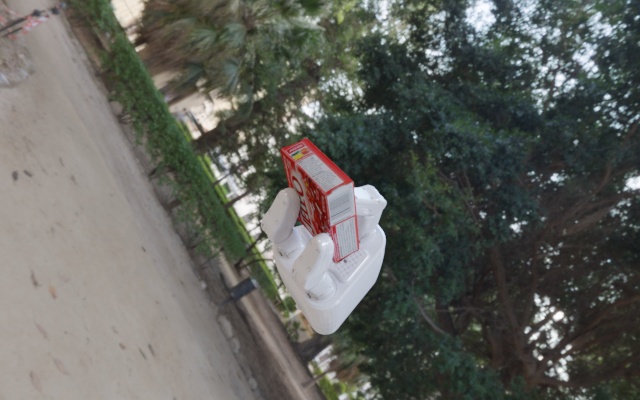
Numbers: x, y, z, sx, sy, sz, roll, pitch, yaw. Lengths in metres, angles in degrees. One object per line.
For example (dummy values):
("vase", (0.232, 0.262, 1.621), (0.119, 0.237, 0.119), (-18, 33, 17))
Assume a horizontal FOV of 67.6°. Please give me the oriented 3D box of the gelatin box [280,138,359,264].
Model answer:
("gelatin box", (0.000, 0.001, 0.419), (0.030, 0.089, 0.073), (-28, 48, -18))
